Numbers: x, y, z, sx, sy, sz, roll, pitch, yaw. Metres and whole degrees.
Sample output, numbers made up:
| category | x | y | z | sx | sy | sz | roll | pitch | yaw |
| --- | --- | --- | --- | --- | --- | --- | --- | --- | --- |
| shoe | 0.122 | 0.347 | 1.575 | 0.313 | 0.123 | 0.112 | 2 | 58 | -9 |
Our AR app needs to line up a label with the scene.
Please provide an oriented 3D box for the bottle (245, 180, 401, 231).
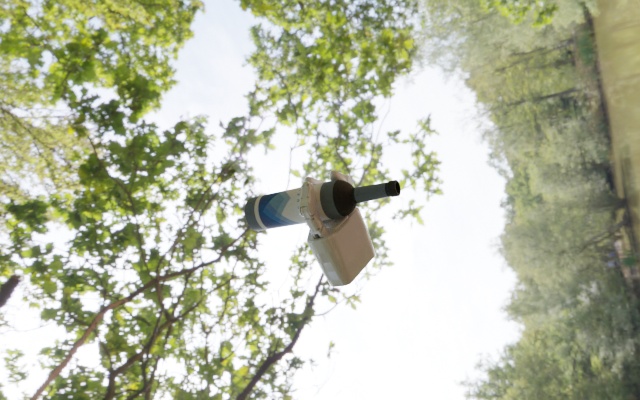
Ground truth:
| category | x | y | z | sx | sy | sz | roll | pitch | yaw |
| --- | --- | --- | --- | --- | --- | --- | --- | --- | --- |
| bottle | 0.000 | 0.003 | 0.849 | 0.296 | 0.069 | 0.069 | -11 | -5 | 30 |
